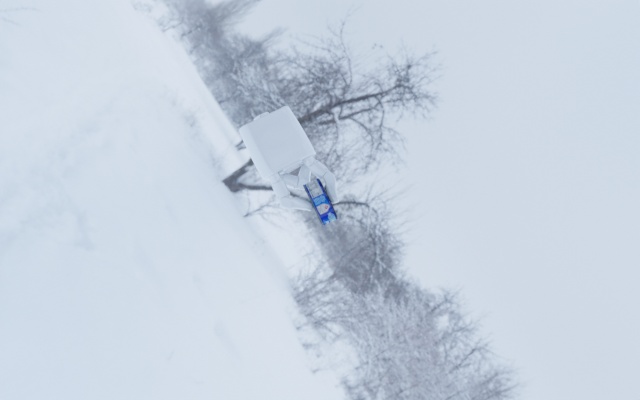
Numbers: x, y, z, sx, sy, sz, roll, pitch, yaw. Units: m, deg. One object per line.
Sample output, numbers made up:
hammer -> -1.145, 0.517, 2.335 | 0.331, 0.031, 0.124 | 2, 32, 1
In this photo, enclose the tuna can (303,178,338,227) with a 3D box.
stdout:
tuna can -> 0.001, 0.003, 0.886 | 0.034, 0.086, 0.086 | -26, 0, -1
